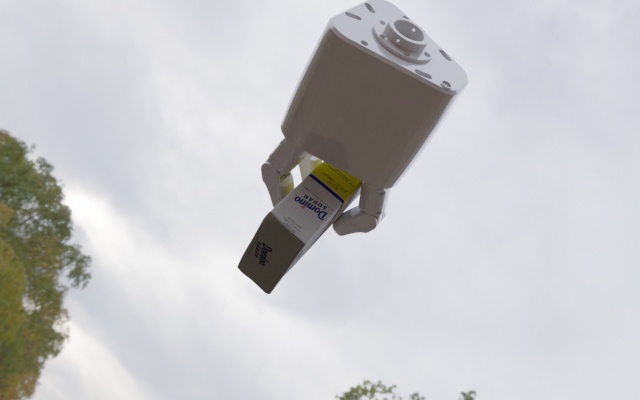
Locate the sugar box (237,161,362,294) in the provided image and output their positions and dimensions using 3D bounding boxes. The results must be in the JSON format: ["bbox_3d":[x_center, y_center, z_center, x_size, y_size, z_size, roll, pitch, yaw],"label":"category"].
[{"bbox_3d":[0.000,0.001,0.454,0.176,0.048,0.093,-42,-9,-43],"label":"sugar box"}]
